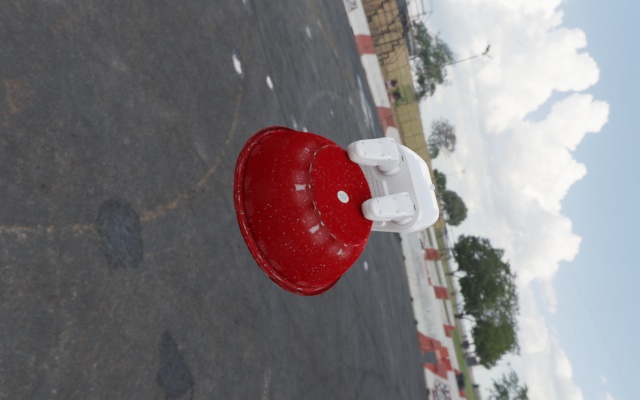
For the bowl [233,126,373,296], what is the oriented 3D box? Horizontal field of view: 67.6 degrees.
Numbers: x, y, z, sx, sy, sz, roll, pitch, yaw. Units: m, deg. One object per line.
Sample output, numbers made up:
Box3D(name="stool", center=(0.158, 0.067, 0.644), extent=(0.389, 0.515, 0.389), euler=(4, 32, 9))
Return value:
Box3D(name="bowl", center=(0.000, 0.002, 0.429), extent=(0.055, 0.162, 0.162), euler=(-18, -11, 36))
